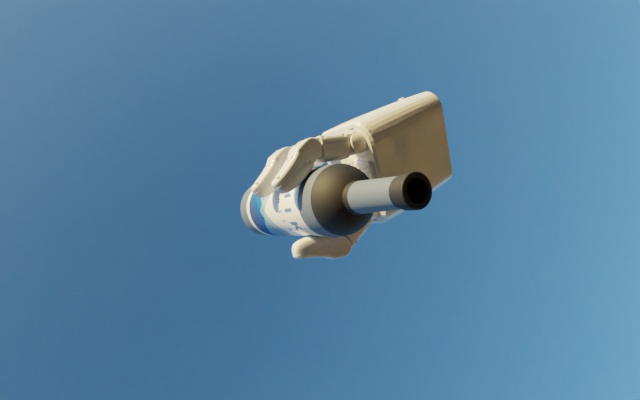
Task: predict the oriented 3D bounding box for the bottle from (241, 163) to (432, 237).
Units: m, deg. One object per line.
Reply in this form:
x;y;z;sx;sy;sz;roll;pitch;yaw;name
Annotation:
0.000;0.002;0.465;0.069;0.069;0.296;0;-3;-28;bottle
